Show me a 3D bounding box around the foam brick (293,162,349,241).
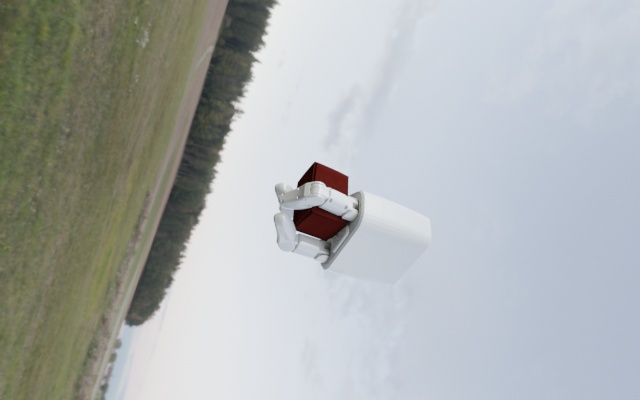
[{"bbox_3d":[0.000,0.002,0.607,0.051,0.078,0.053,20,-36,-21],"label":"foam brick"}]
